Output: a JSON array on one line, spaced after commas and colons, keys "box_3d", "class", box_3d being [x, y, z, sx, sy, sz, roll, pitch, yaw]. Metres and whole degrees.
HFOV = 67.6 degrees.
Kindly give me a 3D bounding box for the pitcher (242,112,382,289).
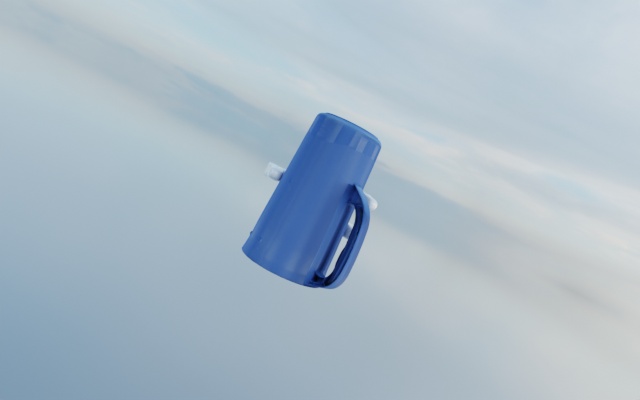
[{"box_3d": [0.000, 0.002, 0.708, 0.149, 0.243, 0.145, 26, 4, -6], "class": "pitcher"}]
